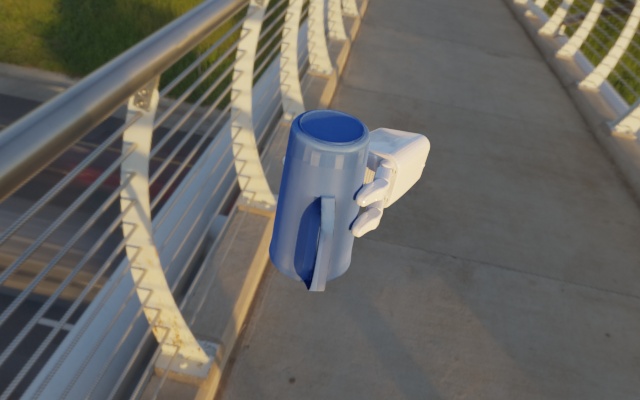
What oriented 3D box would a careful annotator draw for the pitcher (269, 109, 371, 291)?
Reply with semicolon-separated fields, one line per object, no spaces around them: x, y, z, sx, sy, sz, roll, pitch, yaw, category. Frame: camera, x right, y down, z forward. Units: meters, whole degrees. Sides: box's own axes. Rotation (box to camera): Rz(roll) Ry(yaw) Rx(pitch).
0.000;0.002;0.694;0.149;0.243;0.145;34;44;28;pitcher
